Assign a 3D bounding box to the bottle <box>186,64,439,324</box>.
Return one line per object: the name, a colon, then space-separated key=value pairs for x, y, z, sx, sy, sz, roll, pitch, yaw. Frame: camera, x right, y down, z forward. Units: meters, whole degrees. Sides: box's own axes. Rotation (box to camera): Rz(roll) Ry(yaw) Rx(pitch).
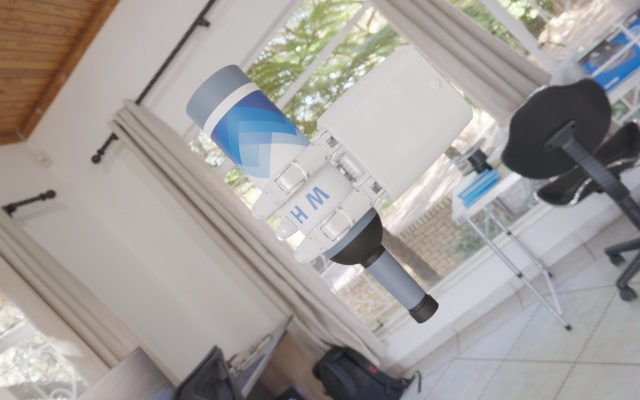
bottle: x=0.000 y=0.001 z=0.451 sx=0.069 sy=0.296 sz=0.069 roll=-44 pitch=0 yaw=0
